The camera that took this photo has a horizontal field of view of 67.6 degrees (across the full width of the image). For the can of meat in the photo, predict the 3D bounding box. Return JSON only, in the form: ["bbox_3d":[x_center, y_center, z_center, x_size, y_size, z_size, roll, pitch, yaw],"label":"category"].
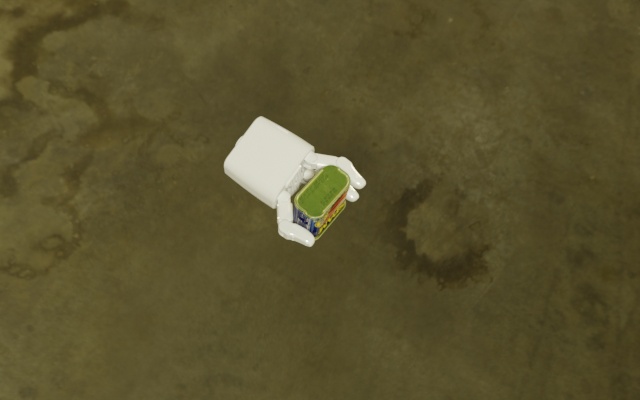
[{"bbox_3d":[0.000,0.002,0.751,0.057,0.102,0.084,37,-24,12],"label":"can of meat"}]
